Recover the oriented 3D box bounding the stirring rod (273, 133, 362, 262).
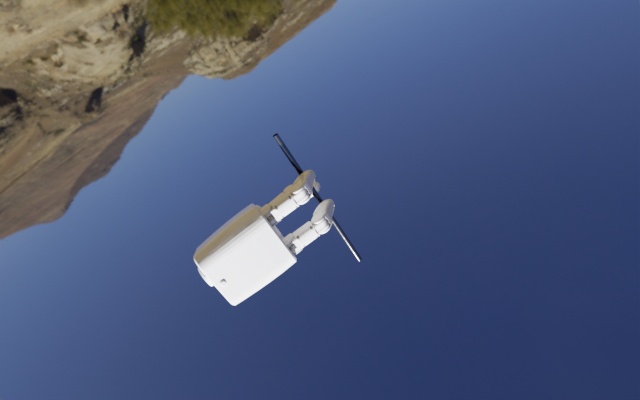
[{"bbox_3d":[0.000,0.002,0.692,0.011,0.240,0.011,-27,26,15],"label":"stirring rod"}]
